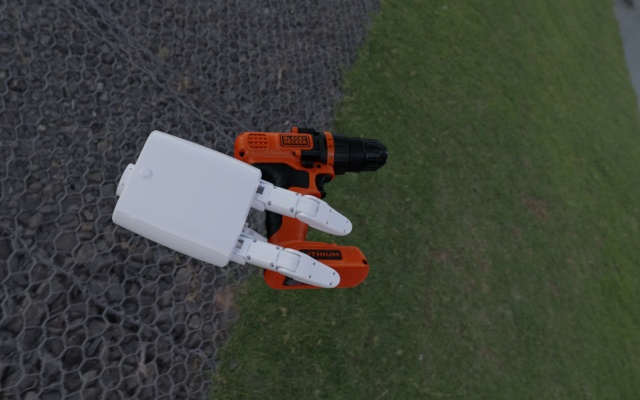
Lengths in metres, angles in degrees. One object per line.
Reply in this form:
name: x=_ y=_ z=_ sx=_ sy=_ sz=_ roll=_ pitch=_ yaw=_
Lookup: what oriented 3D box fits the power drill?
power drill: x=0.000 y=0.002 z=0.529 sx=0.184 sy=0.187 sz=0.057 roll=-1 pitch=-34 yaw=-12
